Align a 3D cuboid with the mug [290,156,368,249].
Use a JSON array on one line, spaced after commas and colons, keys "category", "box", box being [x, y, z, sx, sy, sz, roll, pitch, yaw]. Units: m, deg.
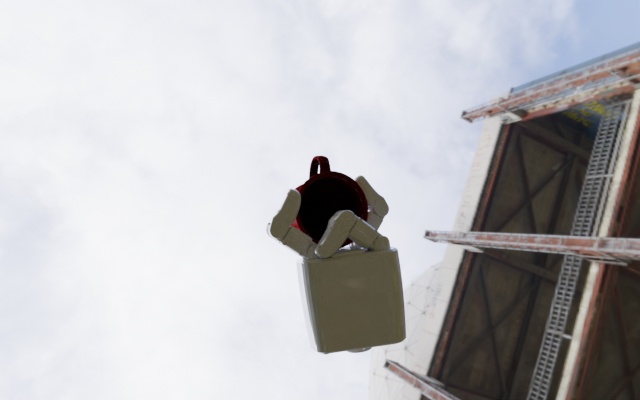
[{"category": "mug", "box": [0.000, 0.001, 0.602, 0.093, 0.117, 0.081, -6, -2, -19]}]
